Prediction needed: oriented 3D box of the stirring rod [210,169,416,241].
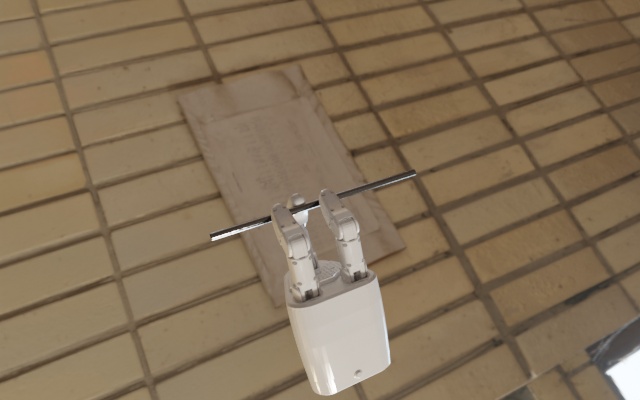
[{"bbox_3d":[0.000,0.002,0.510,0.239,0.011,0.011,-18,6,-20],"label":"stirring rod"}]
